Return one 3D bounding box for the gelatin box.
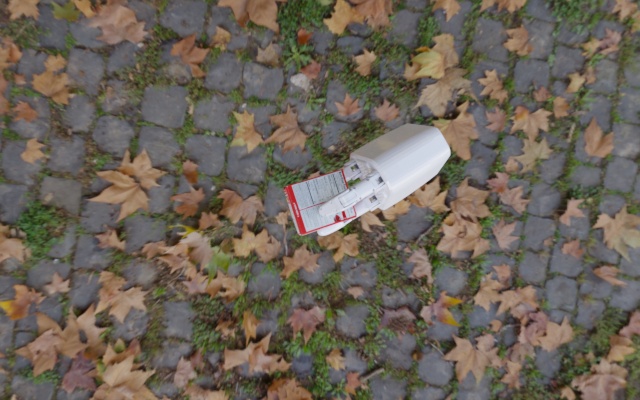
[{"bbox_3d":[0.000,0.002,0.684,0.089,0.073,0.030,-18,1,-14],"label":"gelatin box"}]
